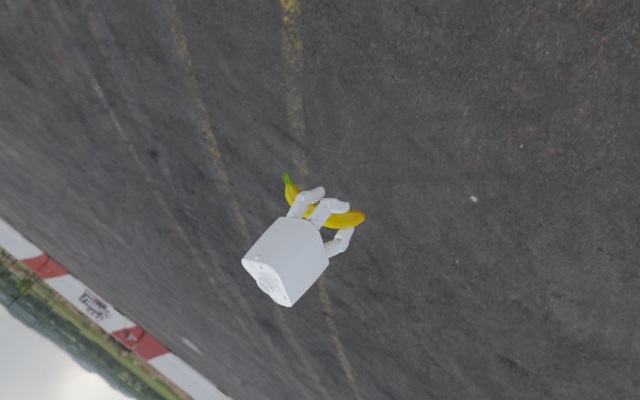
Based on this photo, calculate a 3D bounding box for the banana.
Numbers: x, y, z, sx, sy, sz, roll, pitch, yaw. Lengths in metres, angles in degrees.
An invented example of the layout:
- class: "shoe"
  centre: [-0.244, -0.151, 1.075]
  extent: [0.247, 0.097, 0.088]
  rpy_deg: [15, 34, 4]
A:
- class: "banana"
  centre: [-0.001, 0.015, 0.900]
  extent: [0.197, 0.070, 0.037]
  rpy_deg: [27, 52, 29]
